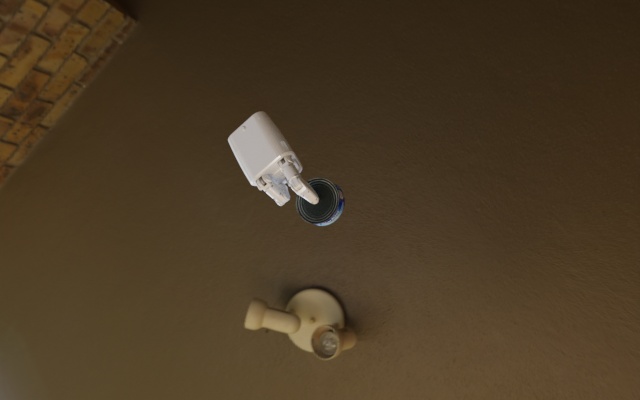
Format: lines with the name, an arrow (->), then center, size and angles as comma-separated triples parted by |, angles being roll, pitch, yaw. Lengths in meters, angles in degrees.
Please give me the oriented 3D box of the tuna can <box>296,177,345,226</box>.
tuna can -> 0.000, 0.003, 0.871 | 0.086, 0.086, 0.034 | 0, -10, 24
